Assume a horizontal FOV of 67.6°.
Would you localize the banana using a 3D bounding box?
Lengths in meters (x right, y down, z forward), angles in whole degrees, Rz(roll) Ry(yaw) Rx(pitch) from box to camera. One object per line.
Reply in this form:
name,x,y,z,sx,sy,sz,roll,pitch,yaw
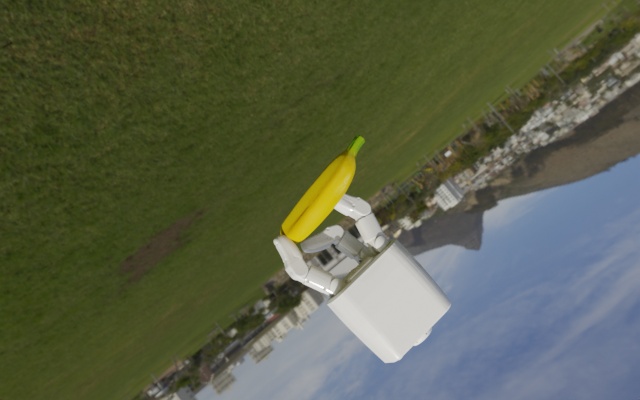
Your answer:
banana,-0.007,0.008,0.572,0.198,0.037,0.069,-50,-4,41
